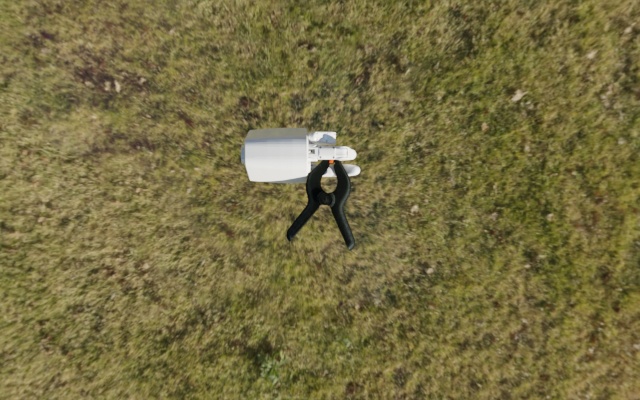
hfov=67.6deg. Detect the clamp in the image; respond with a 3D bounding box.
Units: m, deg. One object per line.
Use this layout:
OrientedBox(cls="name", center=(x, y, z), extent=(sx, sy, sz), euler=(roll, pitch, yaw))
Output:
OrientedBox(cls="clamp", center=(0.000, 0.003, 0.832), extent=(0.120, 0.171, 0.039), euler=(0, 1, -2))
